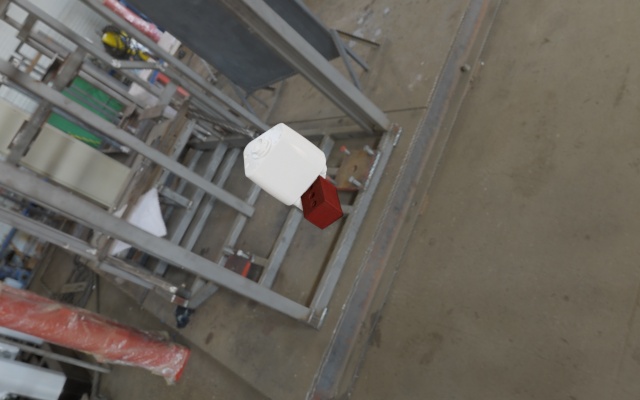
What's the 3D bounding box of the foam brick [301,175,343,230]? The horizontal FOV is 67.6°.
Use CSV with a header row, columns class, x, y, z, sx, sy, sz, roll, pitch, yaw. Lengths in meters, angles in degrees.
class,x,y,z,sx,sy,sz,roll,pitch,yaw
foam brick,0.000,0.003,0.869,0.053,0.078,0.051,-38,-51,21
